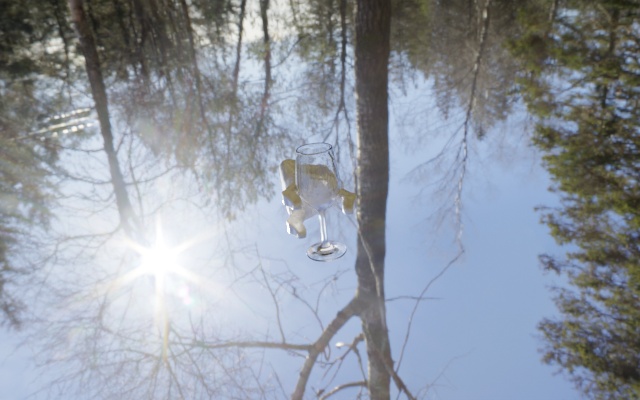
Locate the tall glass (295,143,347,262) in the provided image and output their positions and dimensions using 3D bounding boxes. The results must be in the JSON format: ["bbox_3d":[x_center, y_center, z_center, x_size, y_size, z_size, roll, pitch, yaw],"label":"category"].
[{"bbox_3d":[0.000,0.003,0.839,0.079,0.201,0.079,-6,24,3],"label":"tall glass"}]
